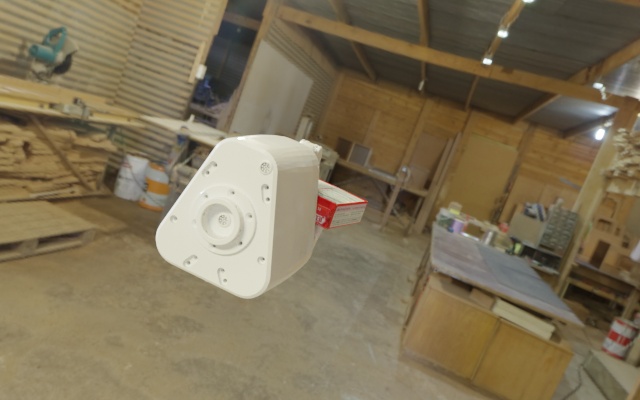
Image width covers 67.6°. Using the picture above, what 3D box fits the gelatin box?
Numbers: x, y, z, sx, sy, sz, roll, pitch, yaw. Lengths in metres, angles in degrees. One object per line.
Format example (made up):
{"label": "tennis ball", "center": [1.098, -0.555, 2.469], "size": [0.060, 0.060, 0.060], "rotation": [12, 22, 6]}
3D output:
{"label": "gelatin box", "center": [0.000, 0.001, 0.516], "size": [0.073, 0.030, 0.089], "rotation": [25, 14, 23]}
